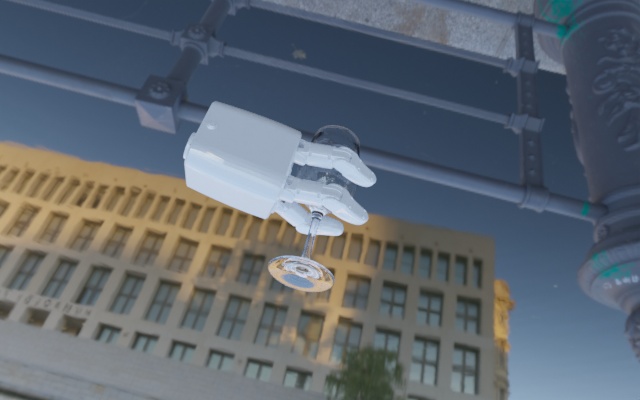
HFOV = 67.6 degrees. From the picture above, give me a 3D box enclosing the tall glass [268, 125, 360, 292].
[{"bbox_3d":[0.000,0.002,0.569,0.079,0.201,0.079,10,-35,8],"label":"tall glass"}]
